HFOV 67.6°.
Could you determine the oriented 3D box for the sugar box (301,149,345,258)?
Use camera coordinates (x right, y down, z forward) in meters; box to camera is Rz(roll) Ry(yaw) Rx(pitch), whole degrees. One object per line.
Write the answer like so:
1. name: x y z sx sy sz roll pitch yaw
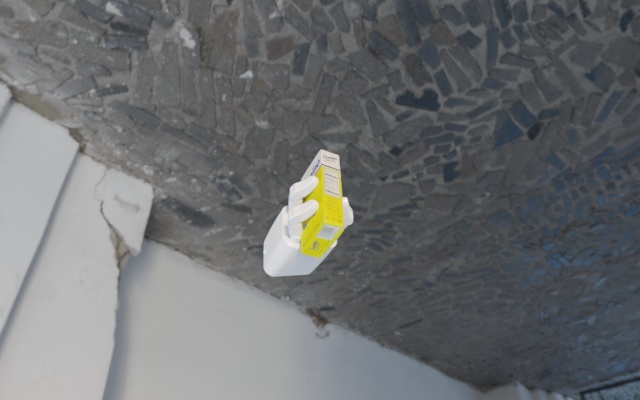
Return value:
1. sugar box: 0.000 0.003 0.843 0.048 0.176 0.093 16 -47 -22
